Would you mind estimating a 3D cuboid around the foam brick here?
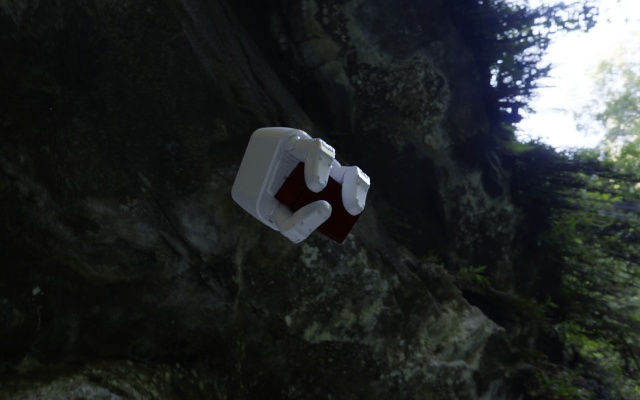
[{"bbox_3d":[0.000,0.002,0.532,0.078,0.053,0.051,40,-8,-29],"label":"foam brick"}]
